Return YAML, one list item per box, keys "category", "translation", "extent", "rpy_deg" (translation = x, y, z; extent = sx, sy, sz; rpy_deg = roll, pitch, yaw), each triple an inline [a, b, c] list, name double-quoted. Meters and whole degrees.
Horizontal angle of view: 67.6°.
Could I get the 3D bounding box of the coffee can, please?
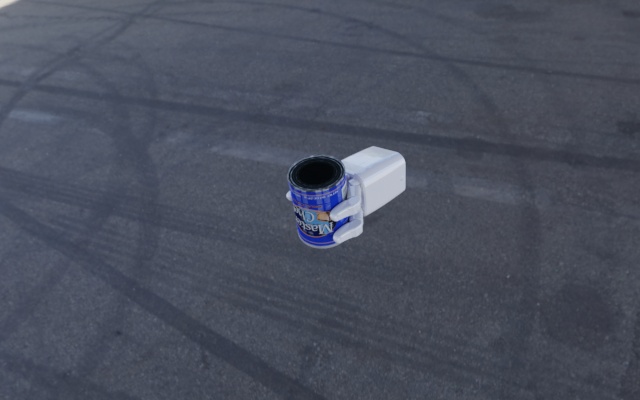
- category: "coffee can"
  translation: [0.000, 0.003, 0.868]
  extent: [0.103, 0.140, 0.102]
  rpy_deg: [-5, 41, 4]
